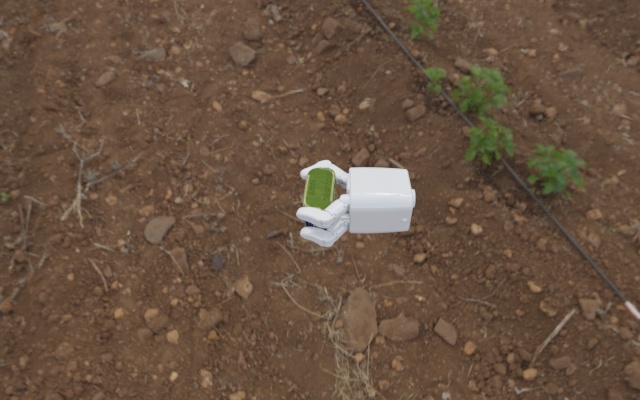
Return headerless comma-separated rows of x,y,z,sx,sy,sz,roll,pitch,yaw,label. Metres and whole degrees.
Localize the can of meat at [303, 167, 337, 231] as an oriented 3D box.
0.000,0.003,0.861,0.057,0.102,0.084,3,-38,5,can of meat
